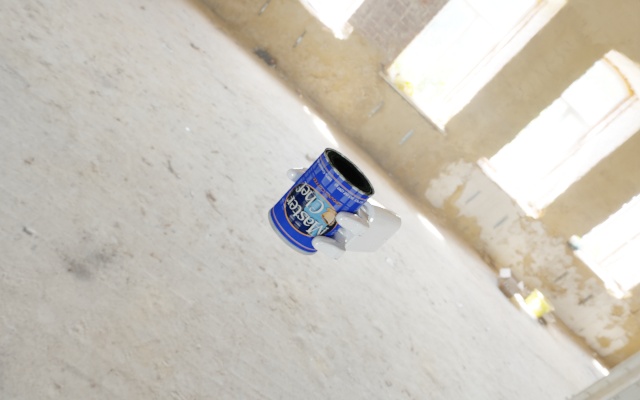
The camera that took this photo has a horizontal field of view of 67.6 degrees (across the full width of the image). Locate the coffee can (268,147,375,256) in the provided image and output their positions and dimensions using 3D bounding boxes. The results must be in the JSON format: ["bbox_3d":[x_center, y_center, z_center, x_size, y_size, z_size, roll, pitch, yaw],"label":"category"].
[{"bbox_3d":[0.000,0.002,0.748,0.140,0.102,0.103,-46,-20,20],"label":"coffee can"}]
